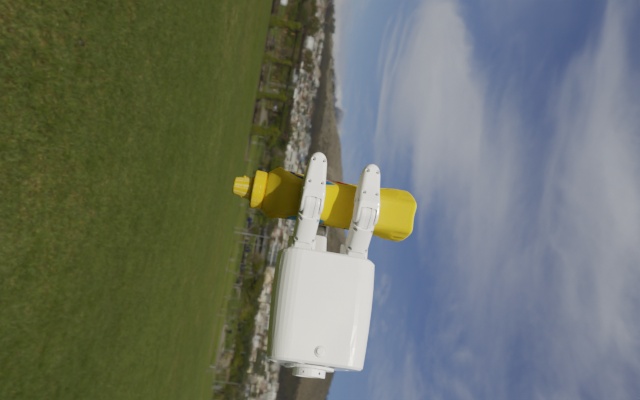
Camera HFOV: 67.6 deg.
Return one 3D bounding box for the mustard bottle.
[{"bbox_3d":[0.000,0.001,0.525,0.191,0.058,0.096,10,1,-7],"label":"mustard bottle"}]
